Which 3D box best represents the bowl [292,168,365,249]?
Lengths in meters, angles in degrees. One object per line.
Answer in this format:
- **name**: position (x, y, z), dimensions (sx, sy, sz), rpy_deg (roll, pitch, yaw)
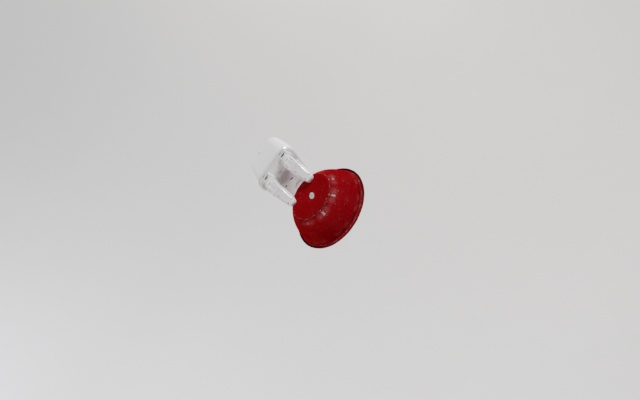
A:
- **bowl**: position (0.001, 0.003, 0.863), dimensions (0.162, 0.162, 0.055), rpy_deg (0, -24, 47)
